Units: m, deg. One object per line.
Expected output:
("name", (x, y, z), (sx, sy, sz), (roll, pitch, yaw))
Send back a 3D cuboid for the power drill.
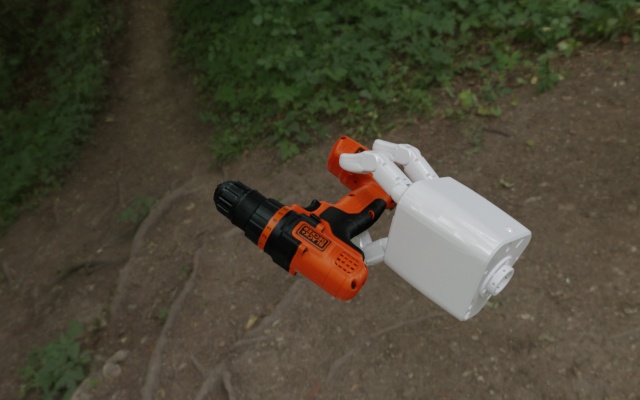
("power drill", (0.001, 0.002, 0.538), (0.184, 0.057, 0.187), (35, 49, 10))
